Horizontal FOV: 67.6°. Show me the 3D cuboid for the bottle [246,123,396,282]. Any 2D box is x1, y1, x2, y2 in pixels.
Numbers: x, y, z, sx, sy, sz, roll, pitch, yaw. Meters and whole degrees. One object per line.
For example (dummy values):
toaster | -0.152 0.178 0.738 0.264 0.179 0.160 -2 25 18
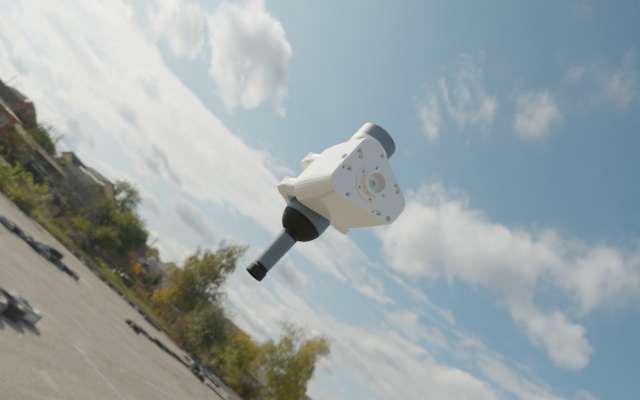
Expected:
bottle | 0.000 0.002 0.709 0.295 0.069 0.069 -47 22 -22
